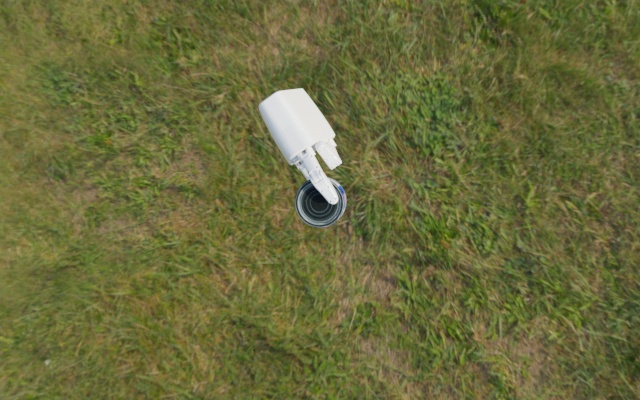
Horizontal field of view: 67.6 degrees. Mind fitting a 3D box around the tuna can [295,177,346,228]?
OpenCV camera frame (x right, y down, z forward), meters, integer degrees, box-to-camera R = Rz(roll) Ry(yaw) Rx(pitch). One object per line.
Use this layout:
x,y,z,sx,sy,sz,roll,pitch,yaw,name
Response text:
0.000,0.003,0.810,0.086,0.086,0.033,0,7,8,tuna can
